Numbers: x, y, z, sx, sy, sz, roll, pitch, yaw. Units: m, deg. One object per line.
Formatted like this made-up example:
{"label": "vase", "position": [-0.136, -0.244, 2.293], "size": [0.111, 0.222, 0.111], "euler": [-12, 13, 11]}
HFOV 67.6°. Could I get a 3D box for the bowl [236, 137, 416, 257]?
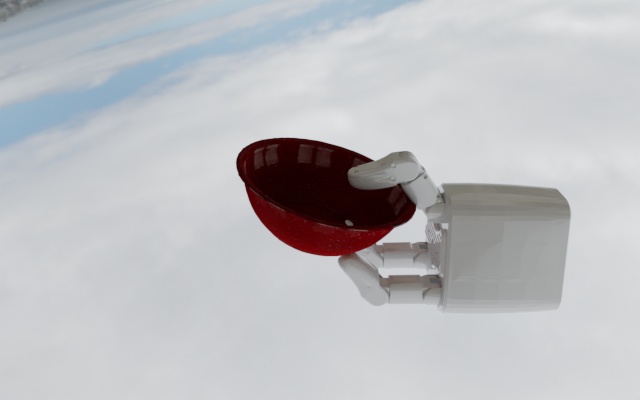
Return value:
{"label": "bowl", "position": [-0.001, 0.001, 0.429], "size": [0.162, 0.055, 0.162], "euler": [13, 28, -7]}
